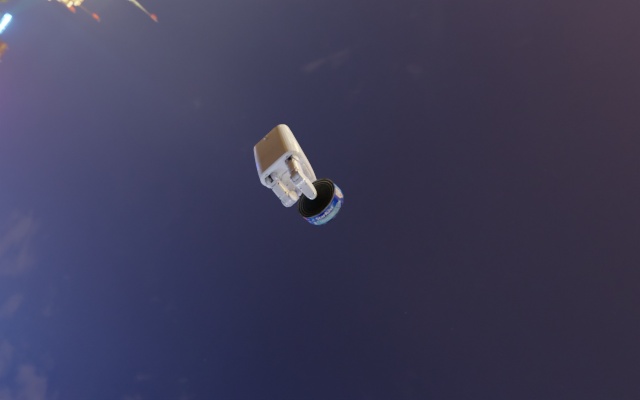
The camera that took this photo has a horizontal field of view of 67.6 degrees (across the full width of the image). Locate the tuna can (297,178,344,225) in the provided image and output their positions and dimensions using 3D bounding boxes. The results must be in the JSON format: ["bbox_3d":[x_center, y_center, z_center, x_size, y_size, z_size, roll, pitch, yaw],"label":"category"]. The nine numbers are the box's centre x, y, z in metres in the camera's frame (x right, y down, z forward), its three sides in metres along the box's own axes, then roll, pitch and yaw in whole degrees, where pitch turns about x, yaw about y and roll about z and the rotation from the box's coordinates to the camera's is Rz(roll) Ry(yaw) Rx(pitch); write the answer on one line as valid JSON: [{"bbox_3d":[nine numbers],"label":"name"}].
[{"bbox_3d":[0.000,0.003,0.890,0.086,0.086,0.034,0,-31,44],"label":"tuna can"}]
